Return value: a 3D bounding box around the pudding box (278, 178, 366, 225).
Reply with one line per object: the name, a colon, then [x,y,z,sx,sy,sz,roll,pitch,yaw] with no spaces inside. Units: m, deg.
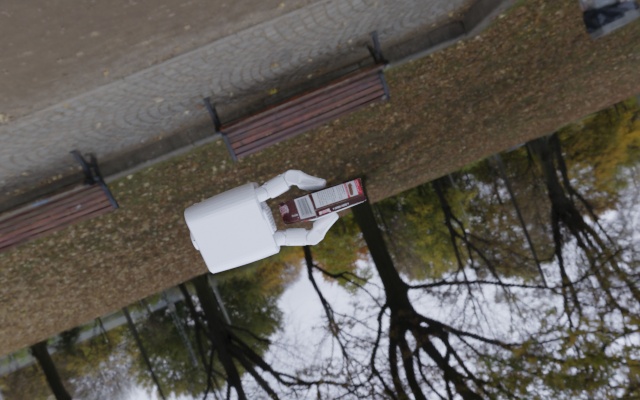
pudding box: [0.000,0.003,0.710,0.090,0.039,0.113,-19,3,-28]
